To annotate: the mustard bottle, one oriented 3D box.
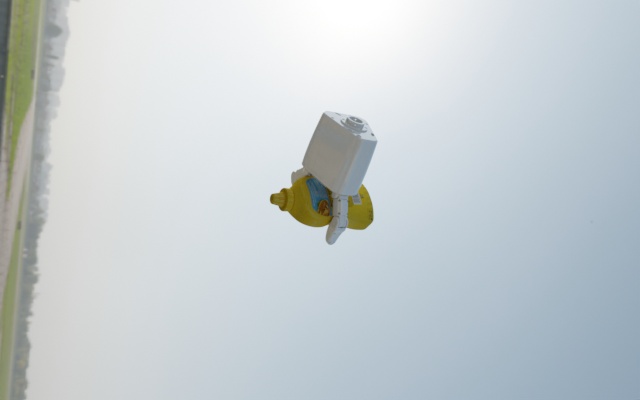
[{"bbox_3d":[0.000,0.003,0.851,0.191,0.096,0.058,4,-34,-31],"label":"mustard bottle"}]
